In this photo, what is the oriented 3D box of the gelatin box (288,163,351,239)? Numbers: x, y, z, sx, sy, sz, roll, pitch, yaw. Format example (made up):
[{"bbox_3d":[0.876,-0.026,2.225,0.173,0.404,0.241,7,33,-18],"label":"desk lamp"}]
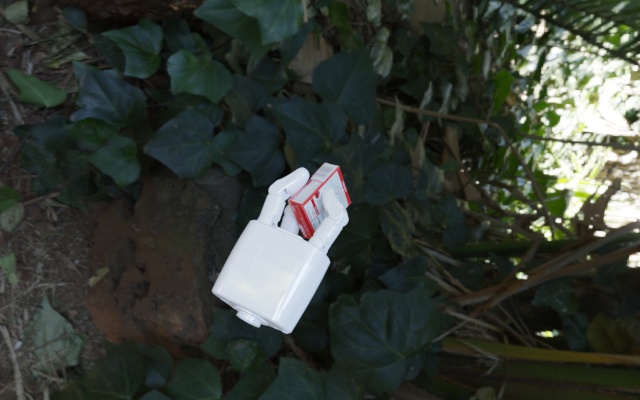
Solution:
[{"bbox_3d":[0.001,0.002,0.678,0.030,0.073,0.089,18,54,38],"label":"gelatin box"}]
